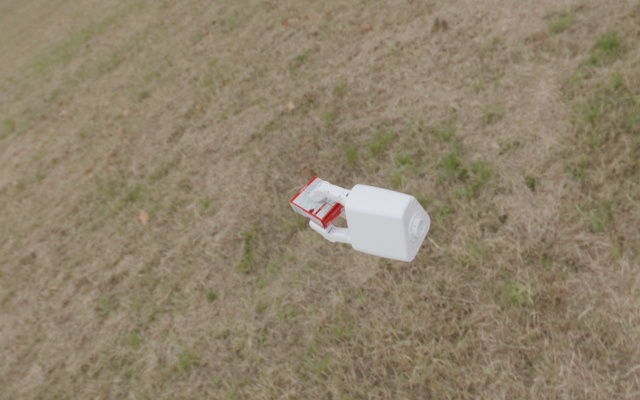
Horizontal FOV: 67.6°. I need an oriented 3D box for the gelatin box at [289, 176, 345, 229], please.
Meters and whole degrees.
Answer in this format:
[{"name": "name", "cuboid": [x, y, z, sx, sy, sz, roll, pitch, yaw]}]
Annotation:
[{"name": "gelatin box", "cuboid": [0.000, 0.002, 0.865, 0.089, 0.073, 0.030, 29, -24, 38]}]
